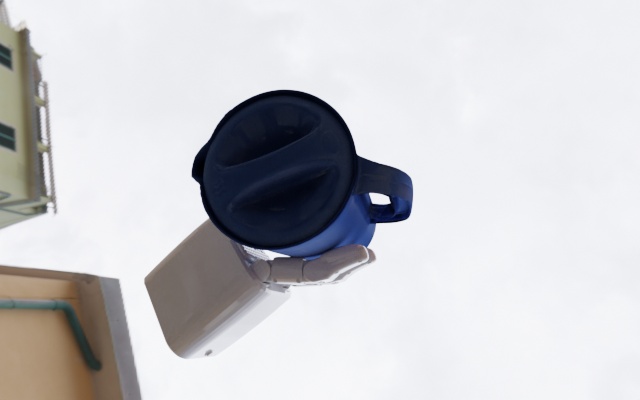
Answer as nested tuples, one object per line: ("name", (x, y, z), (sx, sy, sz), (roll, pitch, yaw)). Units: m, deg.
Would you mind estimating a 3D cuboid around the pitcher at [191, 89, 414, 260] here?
("pitcher", (0.000, 0.002, 0.482), (0.145, 0.149, 0.243), (-40, -19, 2))
